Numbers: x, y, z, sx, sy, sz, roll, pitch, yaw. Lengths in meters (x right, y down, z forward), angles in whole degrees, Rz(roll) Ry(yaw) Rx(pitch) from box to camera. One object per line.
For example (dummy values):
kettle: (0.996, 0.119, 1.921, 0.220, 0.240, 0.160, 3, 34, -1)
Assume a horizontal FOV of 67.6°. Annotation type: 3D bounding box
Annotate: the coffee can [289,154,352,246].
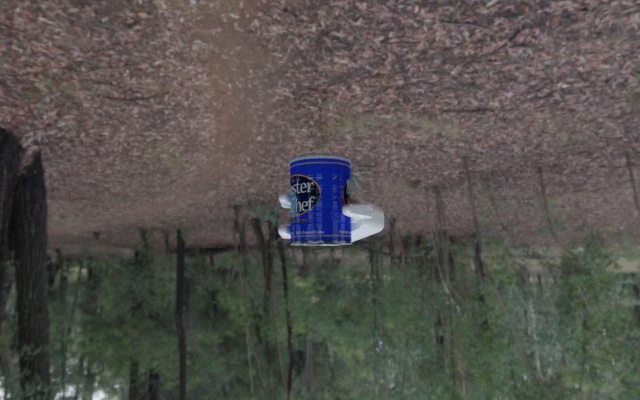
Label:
coffee can: (0.000, 0.002, 0.789, 0.103, 0.140, 0.103, -1, -8, 0)
